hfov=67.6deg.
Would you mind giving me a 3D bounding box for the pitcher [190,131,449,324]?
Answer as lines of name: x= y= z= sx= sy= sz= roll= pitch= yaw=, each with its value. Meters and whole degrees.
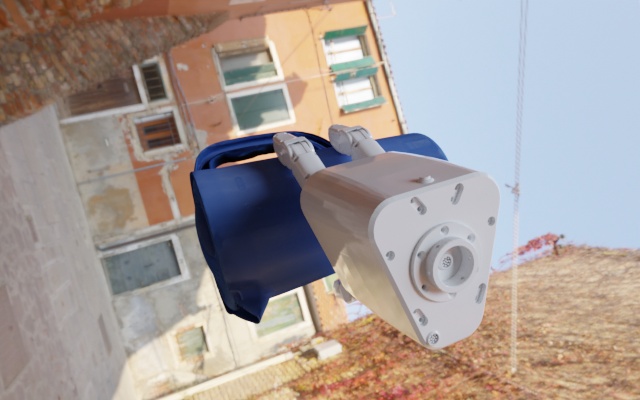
pitcher: x=0.000 y=0.002 z=0.468 sx=0.243 sy=0.149 sz=0.145 roll=-16 pitch=14 yaw=-18
